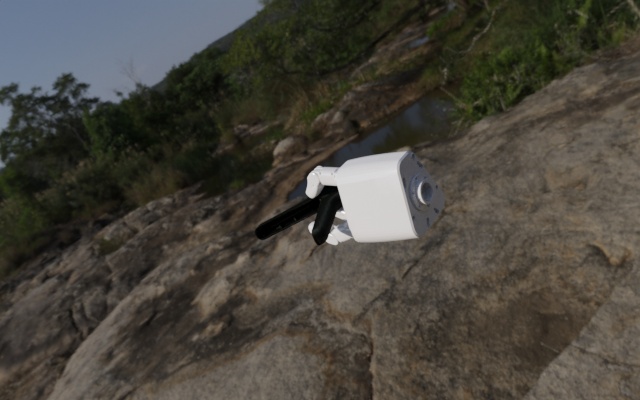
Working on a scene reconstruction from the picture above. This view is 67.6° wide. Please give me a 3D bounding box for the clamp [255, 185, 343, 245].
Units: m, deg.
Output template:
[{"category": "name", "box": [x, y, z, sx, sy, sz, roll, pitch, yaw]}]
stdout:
[{"category": "clamp", "box": [0.000, 0.001, 0.758, 0.164, 0.036, 0.210, -5, 30, 45]}]
